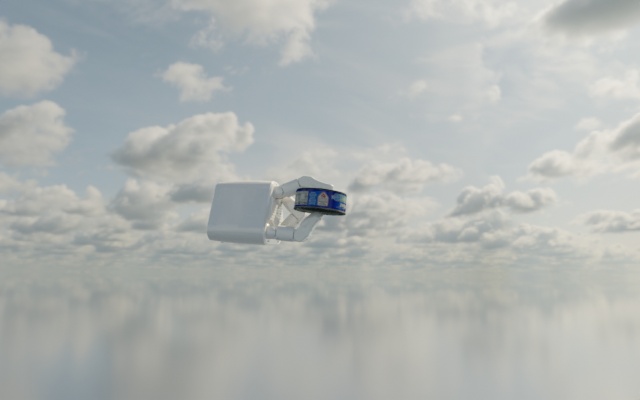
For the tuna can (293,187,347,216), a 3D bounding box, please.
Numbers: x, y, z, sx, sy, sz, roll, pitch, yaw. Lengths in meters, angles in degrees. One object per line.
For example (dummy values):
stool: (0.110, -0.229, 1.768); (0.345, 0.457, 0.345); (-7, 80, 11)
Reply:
tuna can: (0.000, 0.002, 0.779); (0.086, 0.033, 0.086); (6, -8, 1)
